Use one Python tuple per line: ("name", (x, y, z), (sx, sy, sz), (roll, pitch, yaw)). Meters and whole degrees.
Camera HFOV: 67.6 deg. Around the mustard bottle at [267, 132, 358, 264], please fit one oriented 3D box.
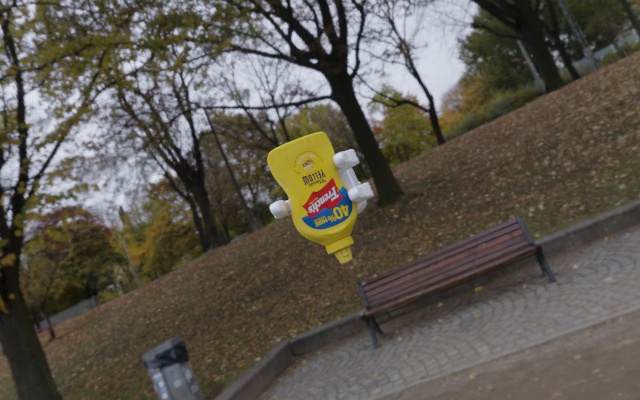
("mustard bottle", (0.000, 0.002, 0.702), (0.096, 0.191, 0.058), (-22, -6, -14))
